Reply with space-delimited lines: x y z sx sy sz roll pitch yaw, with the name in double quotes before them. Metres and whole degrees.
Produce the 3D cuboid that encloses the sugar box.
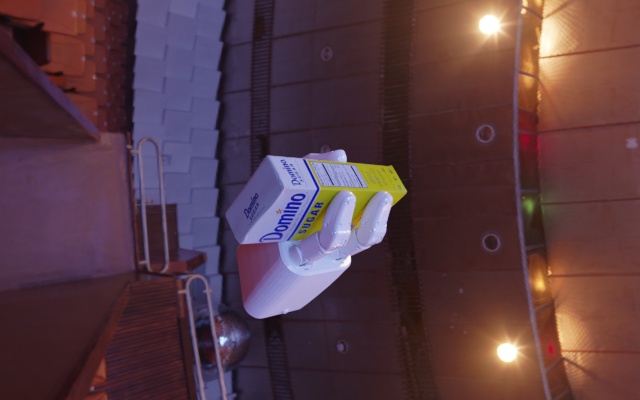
"sugar box" 0.000 0.002 0.501 0.176 0.048 0.093 -3 -35 -44
